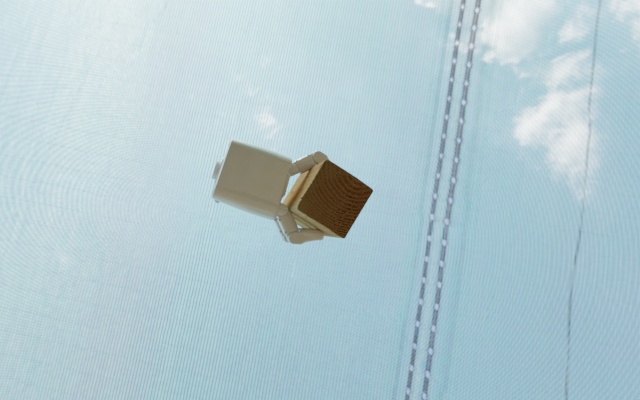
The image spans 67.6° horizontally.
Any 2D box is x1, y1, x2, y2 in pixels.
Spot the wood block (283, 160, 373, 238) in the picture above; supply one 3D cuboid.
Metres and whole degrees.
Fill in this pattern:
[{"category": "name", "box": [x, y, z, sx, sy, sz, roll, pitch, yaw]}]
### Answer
[{"category": "wood block", "box": [0.000, 0.002, 0.810, 0.090, 0.091, 0.206, 33, -9, -10]}]
